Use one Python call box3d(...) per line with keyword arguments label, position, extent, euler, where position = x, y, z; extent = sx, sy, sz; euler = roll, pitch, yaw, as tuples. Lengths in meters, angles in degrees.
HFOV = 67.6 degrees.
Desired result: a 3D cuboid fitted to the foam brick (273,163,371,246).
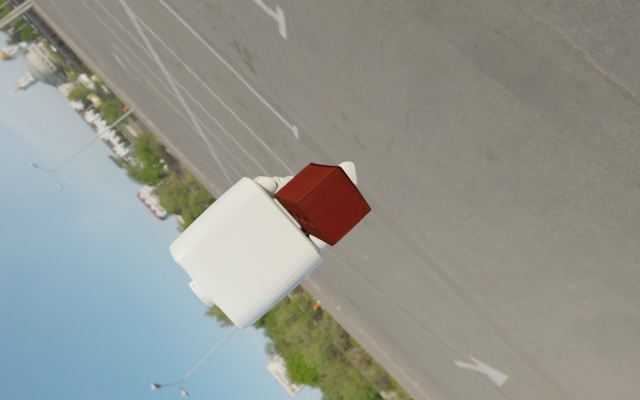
box3d(label="foam brick", position=(0.000, 0.001, 0.446), extent=(0.051, 0.053, 0.078), euler=(-42, 18, -12))
